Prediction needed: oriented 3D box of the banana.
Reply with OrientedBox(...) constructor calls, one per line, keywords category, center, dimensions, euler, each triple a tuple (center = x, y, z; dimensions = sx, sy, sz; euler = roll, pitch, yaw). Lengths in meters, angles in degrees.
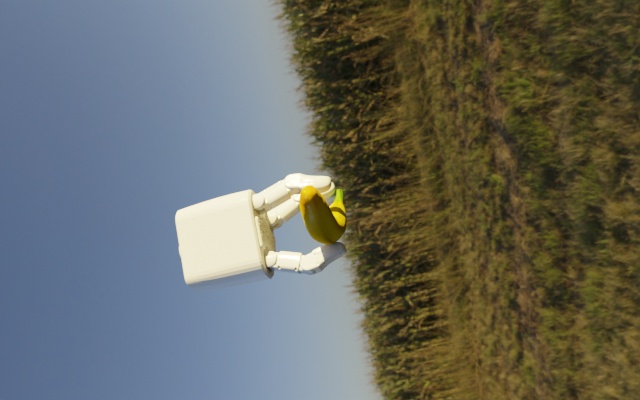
OrientedBox(category="banana", center=(0.005, 0.020, 0.578), dimensions=(0.037, 0.069, 0.198), euler=(-13, -2, 9))
